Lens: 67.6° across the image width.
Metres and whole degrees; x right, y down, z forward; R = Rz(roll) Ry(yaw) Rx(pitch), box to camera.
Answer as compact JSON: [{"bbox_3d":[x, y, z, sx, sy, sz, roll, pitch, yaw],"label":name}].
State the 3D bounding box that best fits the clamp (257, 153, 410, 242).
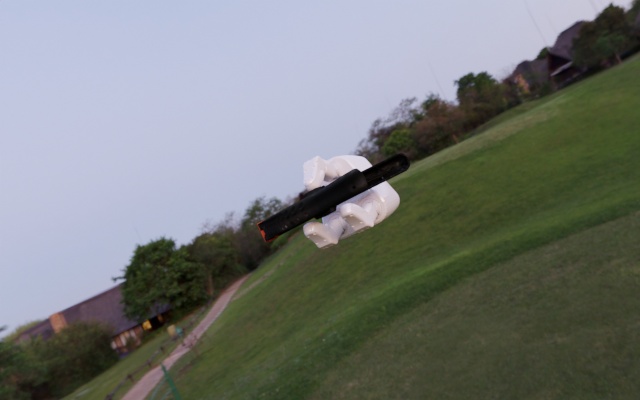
[{"bbox_3d":[-0.001,0.001,0.582,0.210,0.036,0.164,-27,-3,22],"label":"clamp"}]
